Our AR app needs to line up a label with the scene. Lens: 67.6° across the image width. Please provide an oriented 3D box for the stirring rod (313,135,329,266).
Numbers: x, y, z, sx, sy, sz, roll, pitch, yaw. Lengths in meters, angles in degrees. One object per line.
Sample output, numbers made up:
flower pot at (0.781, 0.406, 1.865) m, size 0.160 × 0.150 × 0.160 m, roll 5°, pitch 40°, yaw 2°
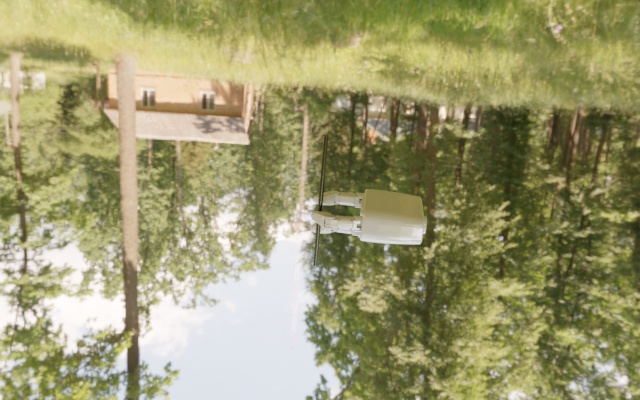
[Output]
stirring rod at (0.000, 0.003, 0.862) m, size 0.011 × 0.239 × 0.011 m, roll 5°, pitch 12°, yaw -1°
